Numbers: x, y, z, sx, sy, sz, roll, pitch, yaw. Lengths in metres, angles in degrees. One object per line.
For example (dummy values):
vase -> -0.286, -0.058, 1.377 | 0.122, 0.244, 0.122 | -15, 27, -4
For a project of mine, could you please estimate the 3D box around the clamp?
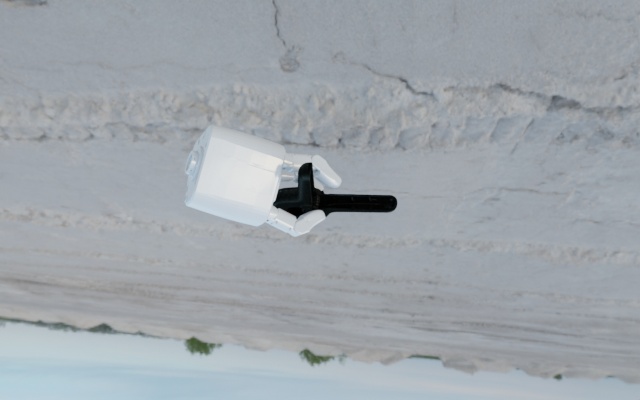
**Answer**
clamp -> 0.000, 0.003, 0.720 | 0.164, 0.036, 0.210 | 18, -21, -25
